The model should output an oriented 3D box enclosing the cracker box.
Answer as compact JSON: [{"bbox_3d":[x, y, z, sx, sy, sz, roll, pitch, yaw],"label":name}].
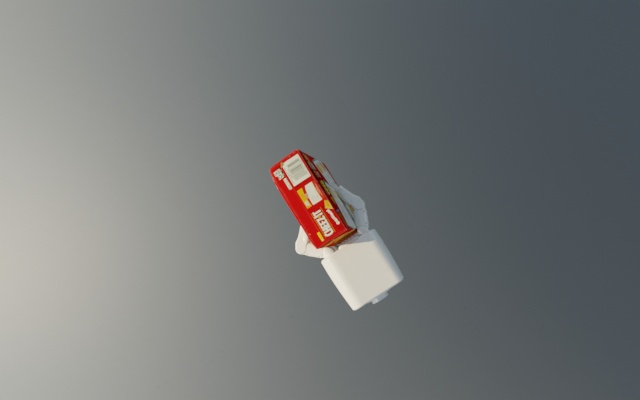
[{"bbox_3d":[0.000,0.003,0.895,0.072,0.164,0.214,-33,-9,9],"label":"cracker box"}]
